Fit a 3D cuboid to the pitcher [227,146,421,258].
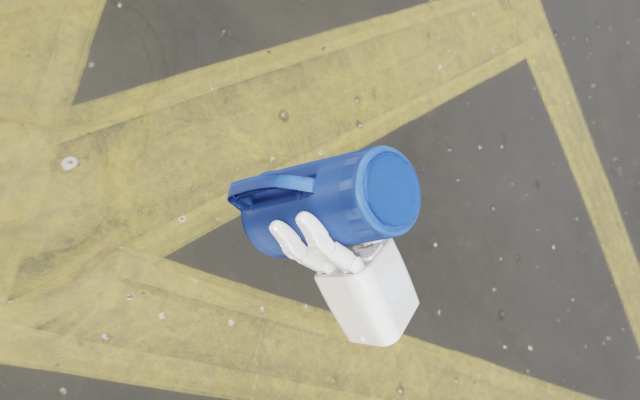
[{"bbox_3d":[0.000,0.002,0.628,0.149,0.145,0.243,-34,13,-37],"label":"pitcher"}]
